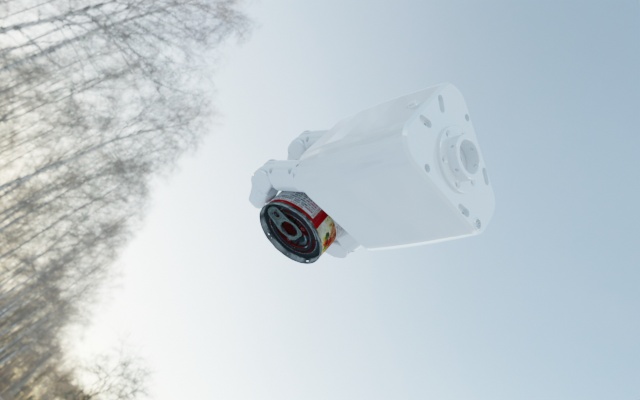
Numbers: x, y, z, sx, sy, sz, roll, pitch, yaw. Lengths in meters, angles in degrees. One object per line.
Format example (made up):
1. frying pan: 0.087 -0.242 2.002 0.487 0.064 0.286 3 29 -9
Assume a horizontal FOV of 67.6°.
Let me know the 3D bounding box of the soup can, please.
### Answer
1. soup can: 0.000 0.001 0.453 0.068 0.068 0.102 0 35 42
